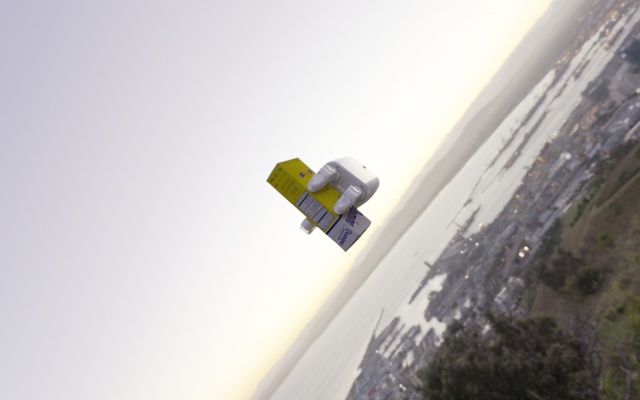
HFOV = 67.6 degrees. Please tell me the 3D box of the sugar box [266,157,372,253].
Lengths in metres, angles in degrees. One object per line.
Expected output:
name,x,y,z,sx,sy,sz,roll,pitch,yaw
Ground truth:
sugar box,0.000,0.002,0.790,0.176,0.048,0.093,39,21,8
